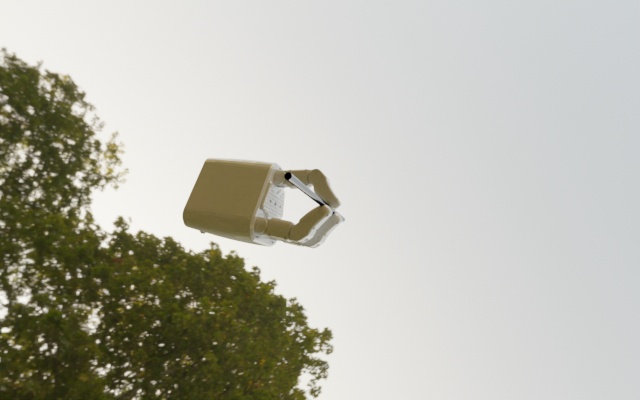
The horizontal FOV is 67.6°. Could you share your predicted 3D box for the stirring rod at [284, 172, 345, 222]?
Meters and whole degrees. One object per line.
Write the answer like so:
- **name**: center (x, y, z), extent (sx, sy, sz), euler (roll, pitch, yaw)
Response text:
- **stirring rod**: center (0.000, 0.002, 0.582), extent (0.011, 0.011, 0.239), euler (0, -12, 16)
